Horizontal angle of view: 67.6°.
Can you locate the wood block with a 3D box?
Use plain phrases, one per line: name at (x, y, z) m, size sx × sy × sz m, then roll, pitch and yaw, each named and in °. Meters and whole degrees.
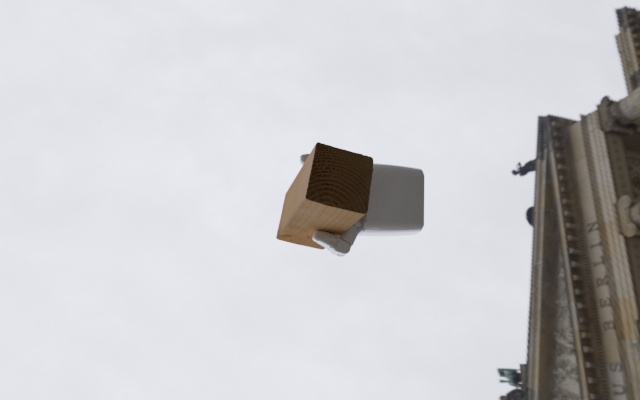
wood block at (0.000, 0.003, 0.747) m, size 0.090 × 0.090 × 0.206 m, roll 14°, pitch -23°, yaw -11°
